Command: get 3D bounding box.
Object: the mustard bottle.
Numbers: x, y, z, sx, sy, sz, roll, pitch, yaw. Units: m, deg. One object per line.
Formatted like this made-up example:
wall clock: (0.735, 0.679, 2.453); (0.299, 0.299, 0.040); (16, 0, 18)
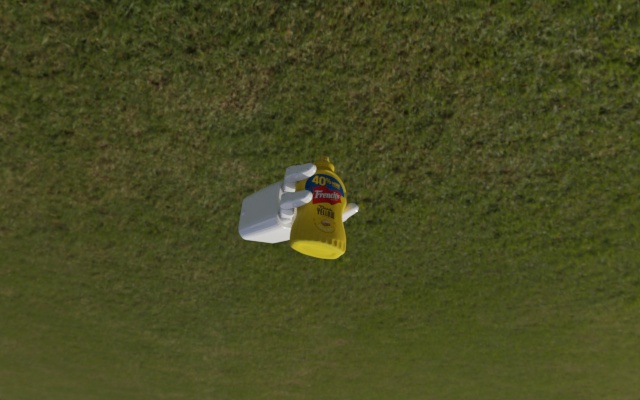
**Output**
mustard bottle: (0.000, 0.003, 0.848); (0.096, 0.191, 0.058); (17, -33, -21)
